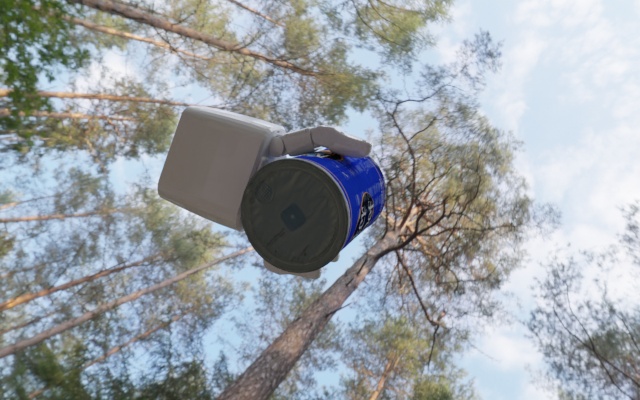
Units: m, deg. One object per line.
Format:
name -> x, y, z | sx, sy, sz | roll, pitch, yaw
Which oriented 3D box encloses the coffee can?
coffee can -> 0.000, 0.002, 0.478 | 0.103, 0.103, 0.140 | 0, 11, 21
